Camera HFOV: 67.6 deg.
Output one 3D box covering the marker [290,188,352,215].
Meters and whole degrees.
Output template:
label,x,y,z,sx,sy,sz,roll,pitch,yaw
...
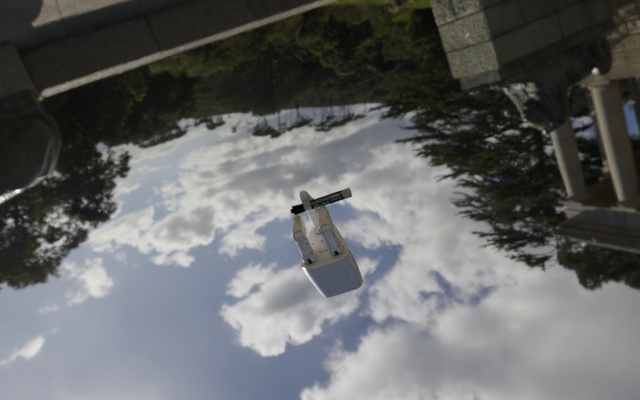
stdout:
label,x,y,z,sx,sy,sz,roll,pitch,yaw
marker,0.000,0.003,0.898,0.121,0.020,0.020,-18,-4,11
